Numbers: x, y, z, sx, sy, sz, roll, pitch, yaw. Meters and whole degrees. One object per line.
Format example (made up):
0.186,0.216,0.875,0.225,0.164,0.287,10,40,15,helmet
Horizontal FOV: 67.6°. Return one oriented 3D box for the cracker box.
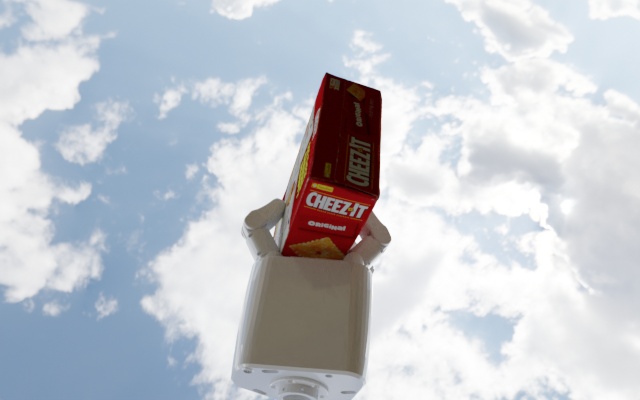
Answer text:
0.000,0.002,0.515,0.072,0.164,0.214,15,-44,-8,cracker box
